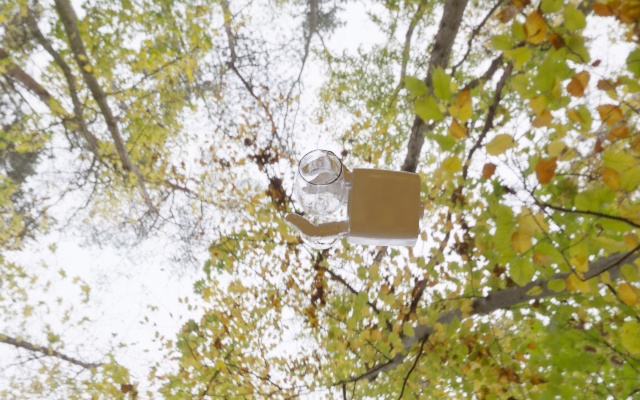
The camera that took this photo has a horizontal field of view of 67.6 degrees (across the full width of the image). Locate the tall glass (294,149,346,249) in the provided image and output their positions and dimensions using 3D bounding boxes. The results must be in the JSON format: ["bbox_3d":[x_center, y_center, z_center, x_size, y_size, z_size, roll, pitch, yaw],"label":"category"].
[{"bbox_3d":[0.000,0.003,0.749,0.079,0.079,0.201,0,-30,1],"label":"tall glass"}]
